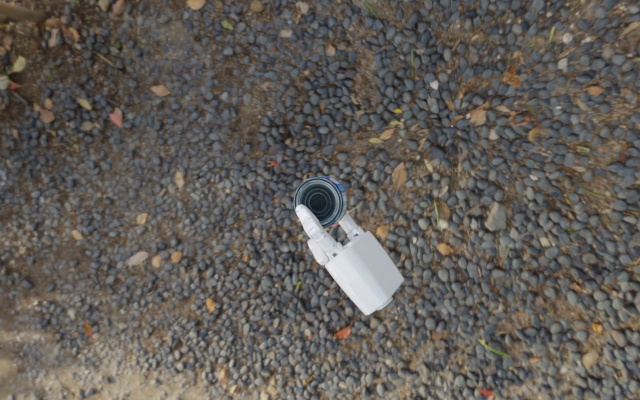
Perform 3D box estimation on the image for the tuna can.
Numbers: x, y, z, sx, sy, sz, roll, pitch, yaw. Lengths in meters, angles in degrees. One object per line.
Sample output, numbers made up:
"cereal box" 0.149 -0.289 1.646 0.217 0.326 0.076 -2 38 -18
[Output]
"tuna can" 0.000 0.003 0.785 0.086 0.086 0.034 0 4 19
